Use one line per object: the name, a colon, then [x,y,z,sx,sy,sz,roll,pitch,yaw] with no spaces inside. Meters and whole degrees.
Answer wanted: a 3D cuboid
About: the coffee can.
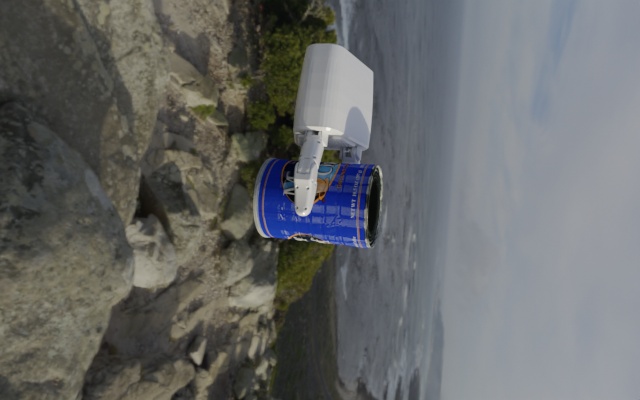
coffee can: [0.000,0.002,0.597,0.140,0.103,0.103,5,1,16]
